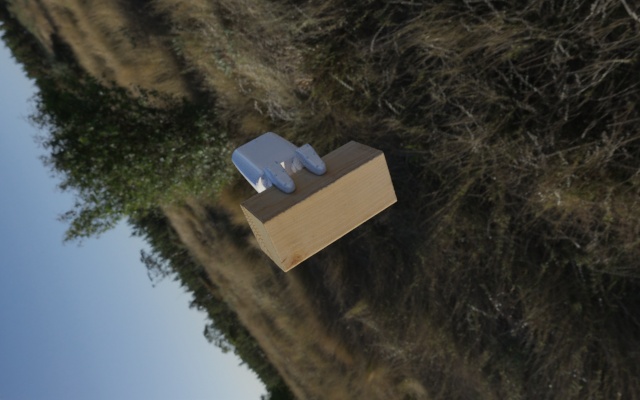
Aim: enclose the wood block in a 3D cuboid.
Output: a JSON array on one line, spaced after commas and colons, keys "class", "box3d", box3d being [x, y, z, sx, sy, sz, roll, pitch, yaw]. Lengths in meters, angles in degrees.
[{"class": "wood block", "box3d": [0.000, 0.003, 0.714, 0.206, 0.091, 0.090, -31, 30, -18]}]
